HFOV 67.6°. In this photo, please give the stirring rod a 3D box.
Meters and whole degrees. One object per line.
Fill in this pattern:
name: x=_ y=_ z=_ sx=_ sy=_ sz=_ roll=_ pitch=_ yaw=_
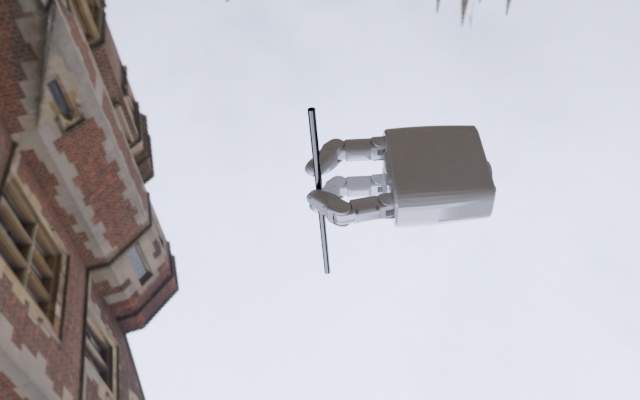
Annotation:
stirring rod: x=0.000 y=0.002 z=0.548 sx=0.011 sy=0.240 sz=0.011 roll=-3 pitch=40 yaw=3
